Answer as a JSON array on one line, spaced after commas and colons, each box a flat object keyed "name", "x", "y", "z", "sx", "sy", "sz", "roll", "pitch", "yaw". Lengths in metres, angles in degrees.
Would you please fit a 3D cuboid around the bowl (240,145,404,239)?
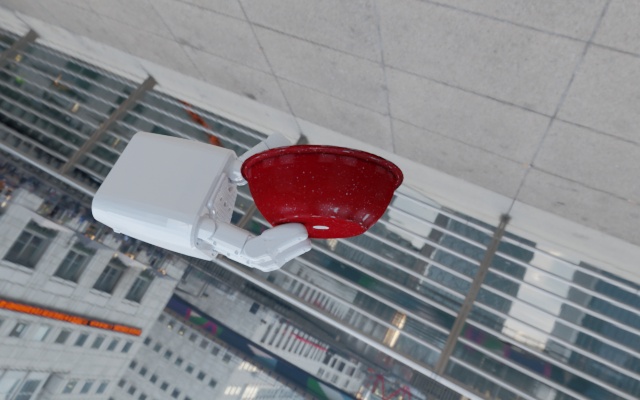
[{"name": "bowl", "x": 0.001, "y": 0.002, "z": 0.467, "sx": 0.162, "sy": 0.055, "sz": 0.162, "roll": 2, "pitch": -17, "yaw": 1}]
